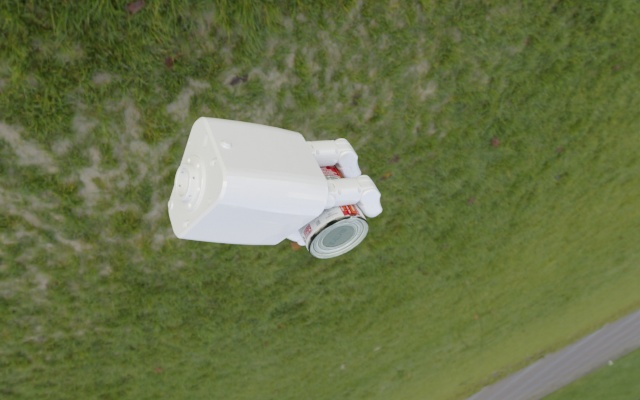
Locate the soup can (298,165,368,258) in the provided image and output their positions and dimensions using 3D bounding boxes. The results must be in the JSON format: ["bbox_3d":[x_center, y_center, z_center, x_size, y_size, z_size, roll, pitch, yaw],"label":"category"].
[{"bbox_3d":[0.001,0.002,0.509,0.068,0.102,0.069,-18,-35,-13],"label":"soup can"}]
